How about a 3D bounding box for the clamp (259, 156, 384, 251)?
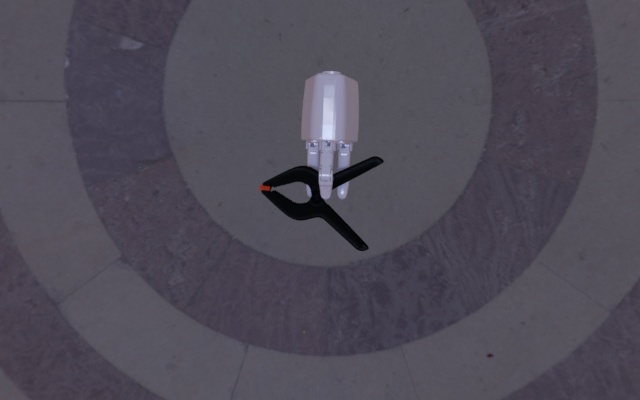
[{"bbox_3d":[0.000,0.003,0.823,0.210,0.164,0.036,2,5,2],"label":"clamp"}]
